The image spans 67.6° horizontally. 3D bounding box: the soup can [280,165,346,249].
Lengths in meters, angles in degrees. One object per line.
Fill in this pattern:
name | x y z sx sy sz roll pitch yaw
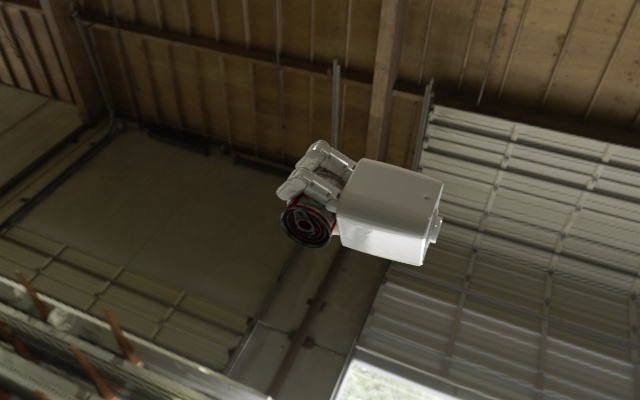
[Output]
soup can | 0.000 0.002 0.614 0.068 0.068 0.102 0 41 31
